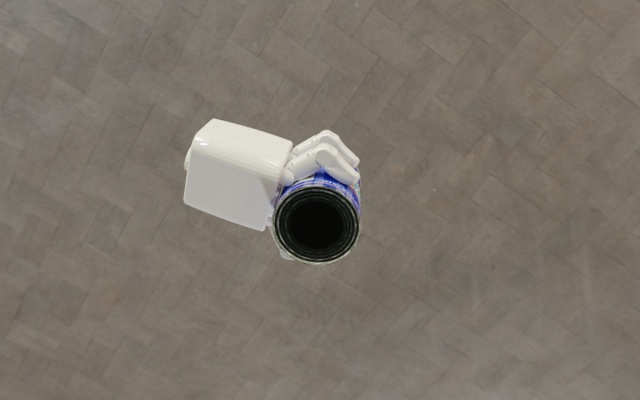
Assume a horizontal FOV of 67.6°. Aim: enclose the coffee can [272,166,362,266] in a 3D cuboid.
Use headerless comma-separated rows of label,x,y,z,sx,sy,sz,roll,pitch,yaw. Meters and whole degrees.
coffee can,0.000,0.002,0.603,0.103,0.103,0.140,0,24,4
